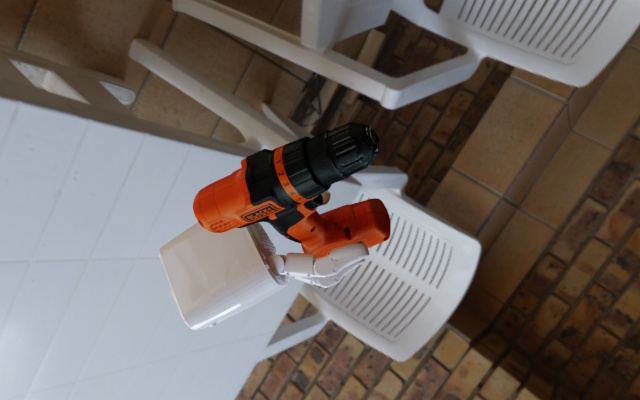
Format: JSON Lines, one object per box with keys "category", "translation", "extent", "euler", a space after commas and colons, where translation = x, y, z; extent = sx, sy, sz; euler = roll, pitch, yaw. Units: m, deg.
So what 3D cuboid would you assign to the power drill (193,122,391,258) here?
{"category": "power drill", "translation": [0.000, 0.002, 0.472], "extent": [0.184, 0.057, 0.188], "euler": [-20, -29, 24]}
